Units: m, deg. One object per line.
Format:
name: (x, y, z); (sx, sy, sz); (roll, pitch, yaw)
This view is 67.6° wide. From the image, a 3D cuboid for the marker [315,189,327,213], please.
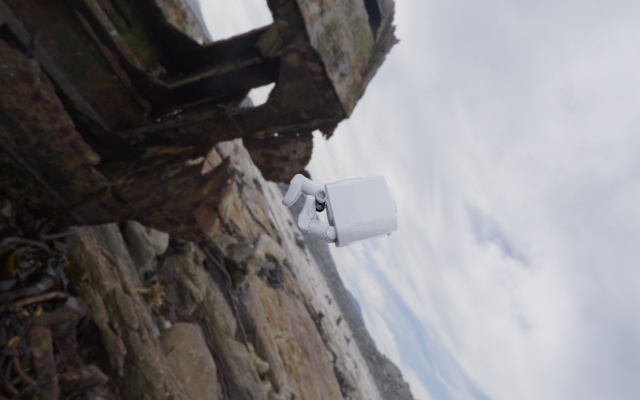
marker: (0.000, 0.003, 0.800); (0.020, 0.020, 0.121); (0, -10, -1)
